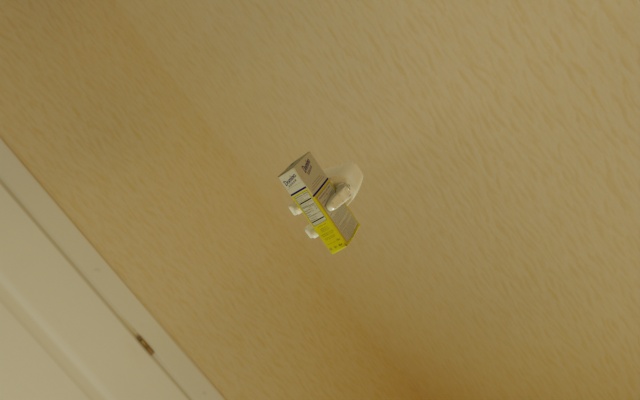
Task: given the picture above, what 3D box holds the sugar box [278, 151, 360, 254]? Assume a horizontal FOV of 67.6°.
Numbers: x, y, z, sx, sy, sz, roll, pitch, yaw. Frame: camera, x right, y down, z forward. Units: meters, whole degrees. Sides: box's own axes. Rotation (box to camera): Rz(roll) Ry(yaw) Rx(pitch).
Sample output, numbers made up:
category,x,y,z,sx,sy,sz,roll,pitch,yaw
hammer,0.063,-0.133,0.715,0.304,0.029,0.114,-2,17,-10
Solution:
category,x,y,z,sx,sy,sz,roll,pitch,yaw
sugar box,0.000,0.003,0.888,0.048,0.176,0.093,-32,10,28
